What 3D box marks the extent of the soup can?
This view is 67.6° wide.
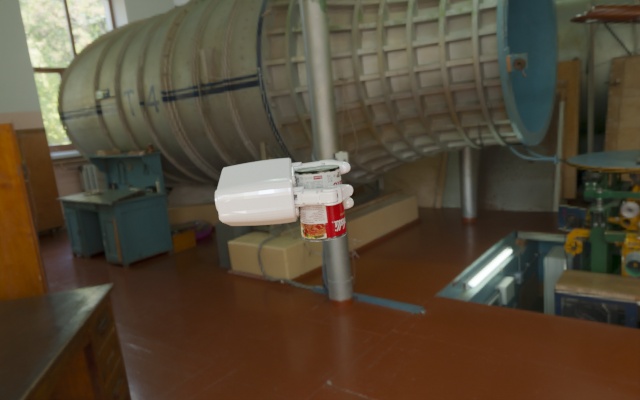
[{"bbox_3d":[0.001,0.002,0.703,0.068,0.102,0.068,-6,10,1],"label":"soup can"}]
